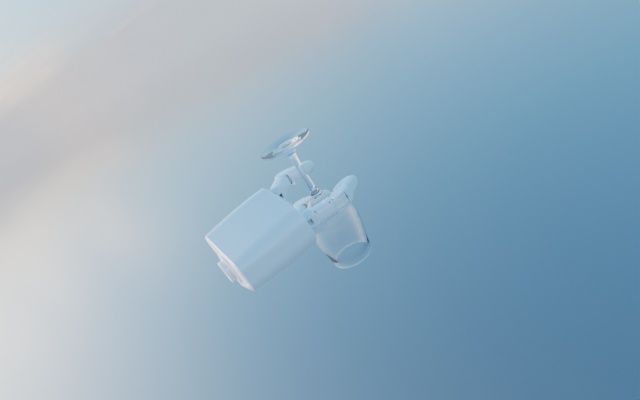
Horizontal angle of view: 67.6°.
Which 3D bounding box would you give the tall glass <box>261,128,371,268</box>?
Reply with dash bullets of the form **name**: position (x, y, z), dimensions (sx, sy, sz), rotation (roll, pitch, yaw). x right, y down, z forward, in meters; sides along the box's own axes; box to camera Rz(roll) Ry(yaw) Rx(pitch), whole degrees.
- **tall glass**: position (0.000, 0.002, 0.671), dimensions (0.079, 0.201, 0.079), rotation (-26, 24, 13)
